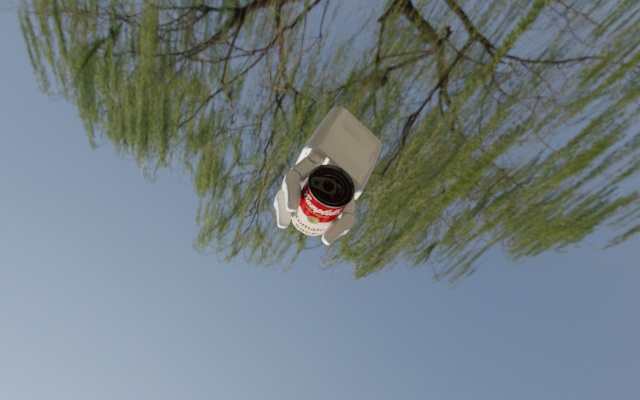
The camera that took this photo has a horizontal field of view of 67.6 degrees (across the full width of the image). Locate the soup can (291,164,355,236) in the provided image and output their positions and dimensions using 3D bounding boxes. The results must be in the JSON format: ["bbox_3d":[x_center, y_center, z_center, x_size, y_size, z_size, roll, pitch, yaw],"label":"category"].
[{"bbox_3d":[0.000,0.003,0.694,0.068,0.068,0.102,0,-27,-20],"label":"soup can"}]
